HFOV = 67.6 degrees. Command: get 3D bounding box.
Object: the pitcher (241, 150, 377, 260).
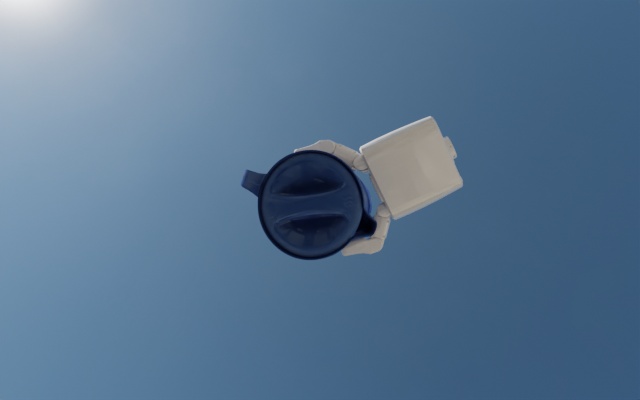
[{"bbox_3d":[0.000,0.002,0.688,0.145,0.149,0.243,-26,-6,10],"label":"pitcher"}]
